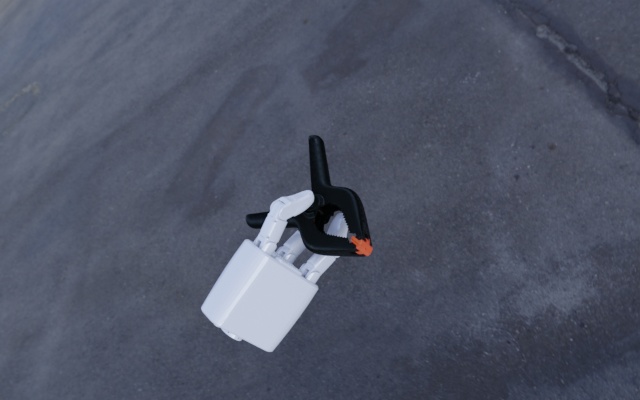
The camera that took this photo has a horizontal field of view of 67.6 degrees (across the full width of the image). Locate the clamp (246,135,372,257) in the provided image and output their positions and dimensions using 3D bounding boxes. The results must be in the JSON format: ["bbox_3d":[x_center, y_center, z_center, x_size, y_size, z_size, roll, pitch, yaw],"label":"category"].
[{"bbox_3d":[0.000,0.002,0.636,0.210,0.164,0.036,29,-5,44],"label":"clamp"}]
